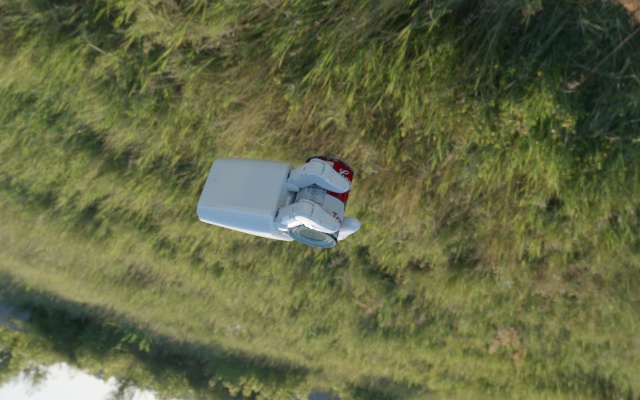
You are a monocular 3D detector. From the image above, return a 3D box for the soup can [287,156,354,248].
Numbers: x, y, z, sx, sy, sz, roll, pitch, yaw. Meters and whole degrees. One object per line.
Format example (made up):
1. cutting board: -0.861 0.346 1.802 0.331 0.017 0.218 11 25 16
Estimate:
1. soup can: 0.001 0.002 0.621 0.068 0.102 0.068 13 -24 6
